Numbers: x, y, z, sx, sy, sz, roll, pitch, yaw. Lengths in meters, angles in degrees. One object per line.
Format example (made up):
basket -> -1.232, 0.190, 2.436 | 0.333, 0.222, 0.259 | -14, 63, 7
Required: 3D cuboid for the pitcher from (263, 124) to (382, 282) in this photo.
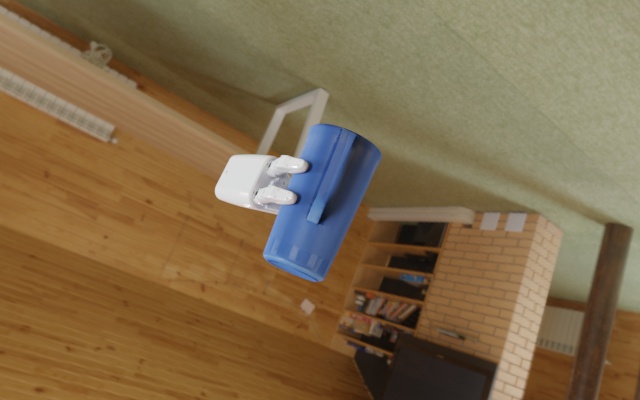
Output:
pitcher -> 0.000, 0.003, 0.784 | 0.145, 0.242, 0.149 | 10, -19, 42
